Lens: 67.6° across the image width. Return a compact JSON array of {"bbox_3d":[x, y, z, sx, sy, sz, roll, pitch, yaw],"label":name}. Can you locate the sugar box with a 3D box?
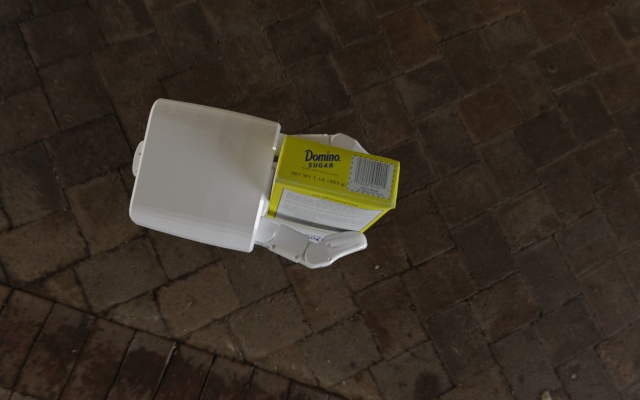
[{"bbox_3d":[0.000,0.001,0.436,0.093,0.048,0.176,13,-15,-7],"label":"sugar box"}]
